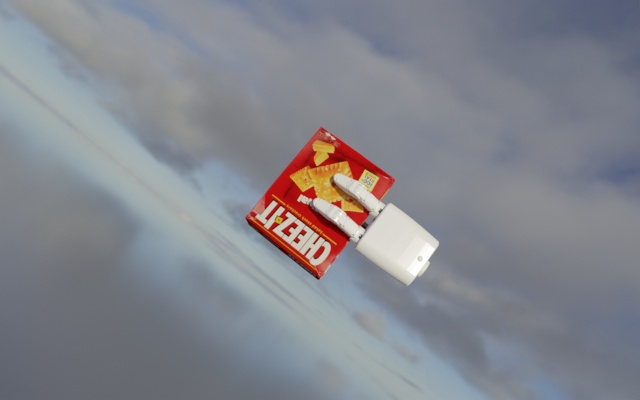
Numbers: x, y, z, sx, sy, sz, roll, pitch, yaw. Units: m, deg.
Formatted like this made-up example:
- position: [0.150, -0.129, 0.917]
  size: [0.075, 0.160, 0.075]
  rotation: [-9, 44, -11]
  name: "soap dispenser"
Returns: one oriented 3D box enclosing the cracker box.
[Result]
- position: [0.000, 0.003, 0.829]
  size: [0.164, 0.213, 0.072]
  rotation: [37, -11, 7]
  name: "cracker box"
